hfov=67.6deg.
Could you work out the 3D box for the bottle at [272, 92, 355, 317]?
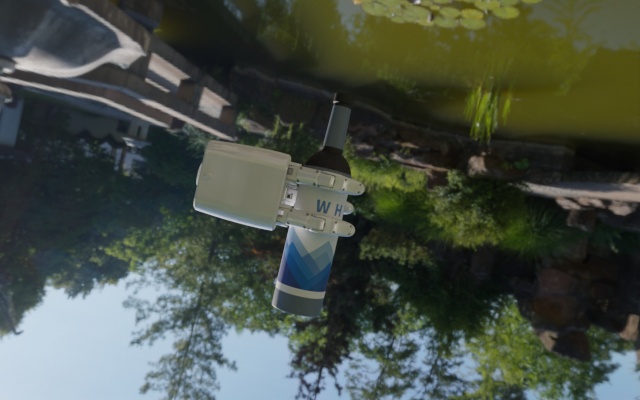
[{"bbox_3d":[0.000,0.002,0.640,0.069,0.295,0.069,13,0,0],"label":"bottle"}]
